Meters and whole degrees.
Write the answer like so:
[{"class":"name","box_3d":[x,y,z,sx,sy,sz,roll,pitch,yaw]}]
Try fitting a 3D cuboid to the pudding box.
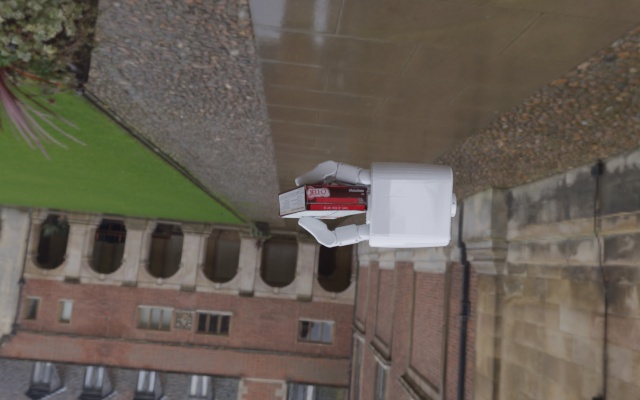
[{"class":"pudding box","box_3d":[0.000,0.002,0.657,0.090,0.039,0.113,2,-8,-23]}]
